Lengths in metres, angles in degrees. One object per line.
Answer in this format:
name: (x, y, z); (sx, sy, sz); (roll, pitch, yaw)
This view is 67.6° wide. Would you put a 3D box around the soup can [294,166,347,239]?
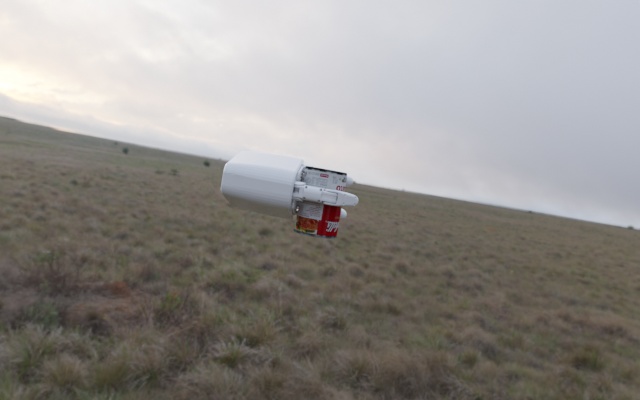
soup can: (0.001, 0.002, 0.736); (0.068, 0.102, 0.068); (10, 3, -1)
